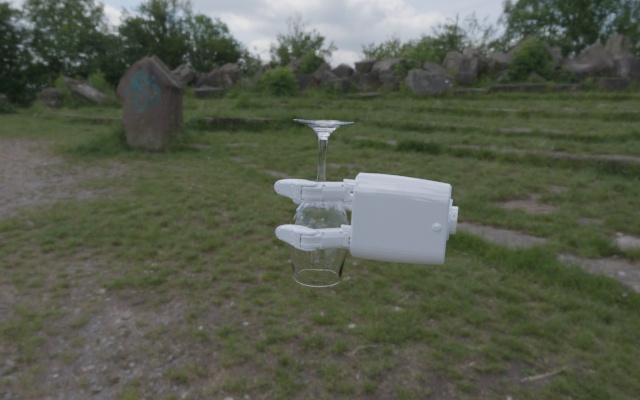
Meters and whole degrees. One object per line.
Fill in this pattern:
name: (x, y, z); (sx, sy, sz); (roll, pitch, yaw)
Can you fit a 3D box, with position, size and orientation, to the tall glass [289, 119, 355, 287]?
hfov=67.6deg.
tall glass: (0.000, 0.001, 0.593); (0.079, 0.201, 0.079); (3, 11, -1)
